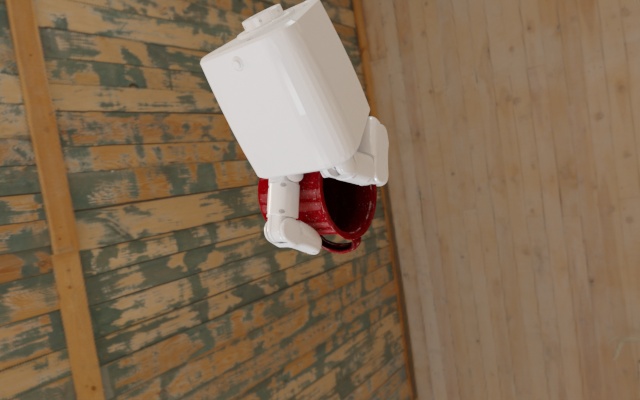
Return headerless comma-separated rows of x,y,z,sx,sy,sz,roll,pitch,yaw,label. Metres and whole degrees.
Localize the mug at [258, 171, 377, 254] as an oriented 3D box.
0.001,0.003,0.460,0.081,0.117,0.093,-5,32,37,mug
